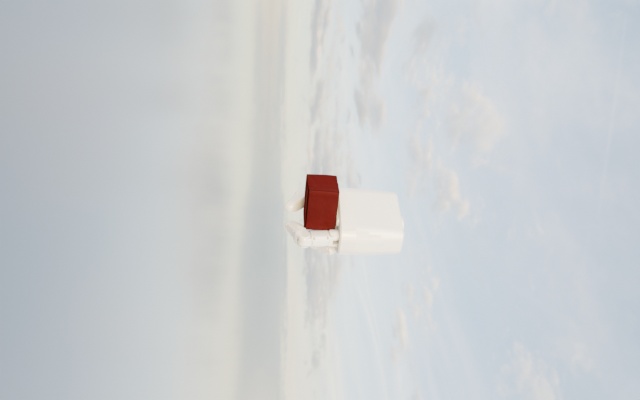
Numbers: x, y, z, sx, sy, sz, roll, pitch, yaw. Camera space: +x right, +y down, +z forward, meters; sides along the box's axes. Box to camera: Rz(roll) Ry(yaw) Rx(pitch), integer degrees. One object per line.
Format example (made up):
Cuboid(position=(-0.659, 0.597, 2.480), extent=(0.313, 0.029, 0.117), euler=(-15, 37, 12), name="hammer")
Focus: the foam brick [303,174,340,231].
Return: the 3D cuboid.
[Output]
Cuboid(position=(0.000, 0.002, 0.776), extent=(0.051, 0.078, 0.053), euler=(3, 34, -5), name="foam brick")
